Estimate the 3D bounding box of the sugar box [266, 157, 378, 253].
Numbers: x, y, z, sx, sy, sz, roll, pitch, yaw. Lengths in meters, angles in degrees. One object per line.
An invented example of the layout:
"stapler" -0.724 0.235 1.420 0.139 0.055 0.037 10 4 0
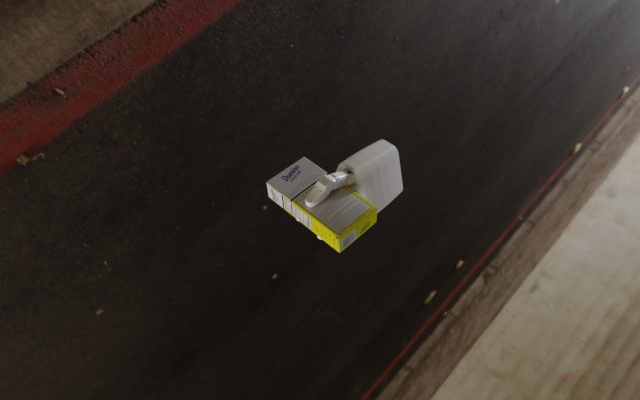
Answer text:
"sugar box" 0.000 0.003 0.811 0.093 0.048 0.176 -36 54 -27
